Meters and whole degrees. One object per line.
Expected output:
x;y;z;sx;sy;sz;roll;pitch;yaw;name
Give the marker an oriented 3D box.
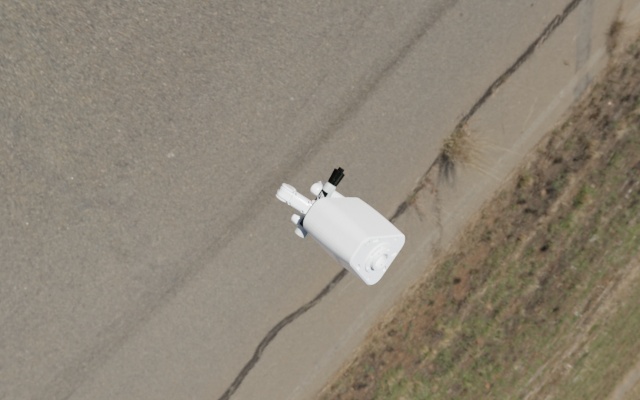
0.000;0.002;0.723;0.020;0.121;0.020;32;8;-5;marker
